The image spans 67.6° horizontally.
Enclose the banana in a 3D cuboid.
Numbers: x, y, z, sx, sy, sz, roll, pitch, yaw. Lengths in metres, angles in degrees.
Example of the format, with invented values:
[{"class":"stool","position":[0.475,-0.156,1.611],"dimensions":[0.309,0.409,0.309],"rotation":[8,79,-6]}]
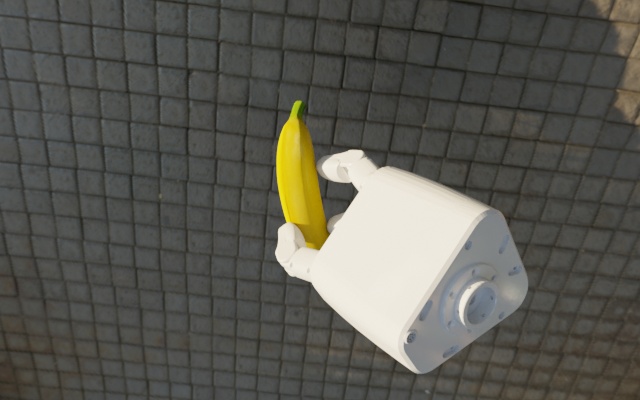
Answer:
[{"class":"banana","position":[-0.009,0.006,0.473],"dimensions":[0.037,0.198,0.069],"rotation":[3,25,30]}]
